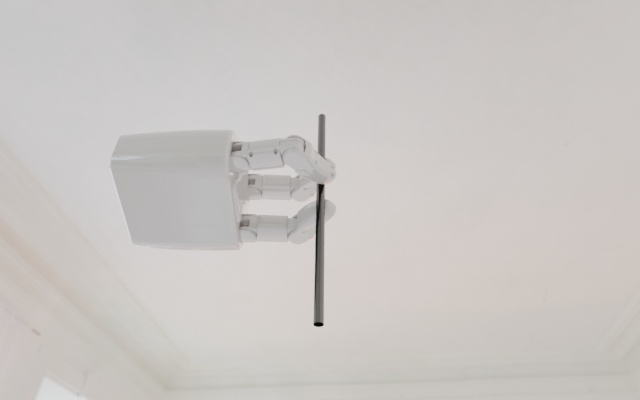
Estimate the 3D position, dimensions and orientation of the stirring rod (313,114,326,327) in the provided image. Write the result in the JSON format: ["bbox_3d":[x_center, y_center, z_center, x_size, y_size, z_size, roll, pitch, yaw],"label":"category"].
[{"bbox_3d":[0.000,0.001,0.435,0.011,0.239,0.011,1,-40,0],"label":"stirring rod"}]
